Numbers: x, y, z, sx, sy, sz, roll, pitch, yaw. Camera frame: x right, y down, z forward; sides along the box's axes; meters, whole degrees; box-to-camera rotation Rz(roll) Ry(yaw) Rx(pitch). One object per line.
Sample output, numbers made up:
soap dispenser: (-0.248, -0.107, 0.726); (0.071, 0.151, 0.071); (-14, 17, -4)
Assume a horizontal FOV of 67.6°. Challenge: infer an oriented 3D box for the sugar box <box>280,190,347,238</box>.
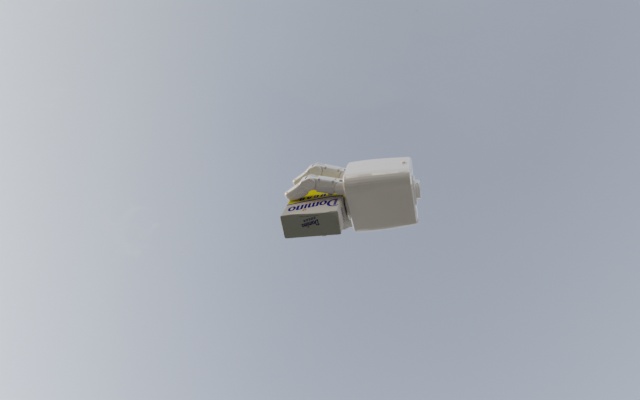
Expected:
sugar box: (0.000, 0.002, 0.800); (0.093, 0.048, 0.176); (-5, 20, 13)
